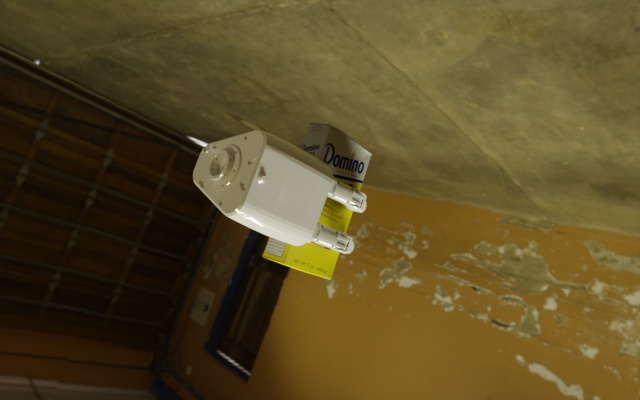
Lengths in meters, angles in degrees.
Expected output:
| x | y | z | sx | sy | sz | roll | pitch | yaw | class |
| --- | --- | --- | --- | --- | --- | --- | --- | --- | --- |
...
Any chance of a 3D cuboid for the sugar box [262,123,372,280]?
| x | y | z | sx | sy | sz | roll | pitch | yaw | class |
| --- | --- | --- | --- | --- | --- | --- | --- | --- | --- |
| 0.000 | 0.002 | 0.598 | 0.048 | 0.176 | 0.093 | 14 | -8 | 43 | sugar box |
